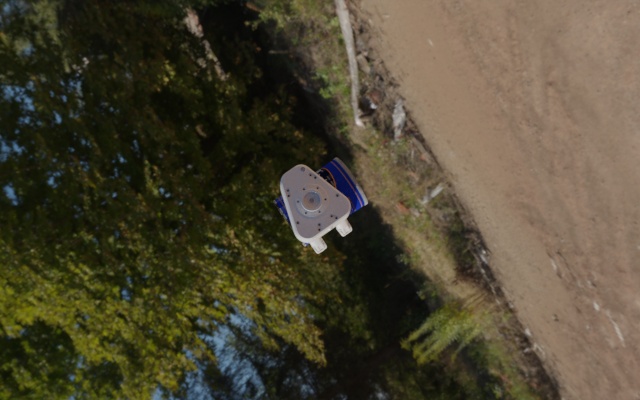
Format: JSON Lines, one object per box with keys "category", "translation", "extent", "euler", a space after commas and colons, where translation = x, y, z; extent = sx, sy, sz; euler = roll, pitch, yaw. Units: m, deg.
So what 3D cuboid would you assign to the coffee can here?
{"category": "coffee can", "translation": [0.000, 0.003, 0.868], "extent": [0.140, 0.103, 0.103], "euler": [-35, 2, -4]}
